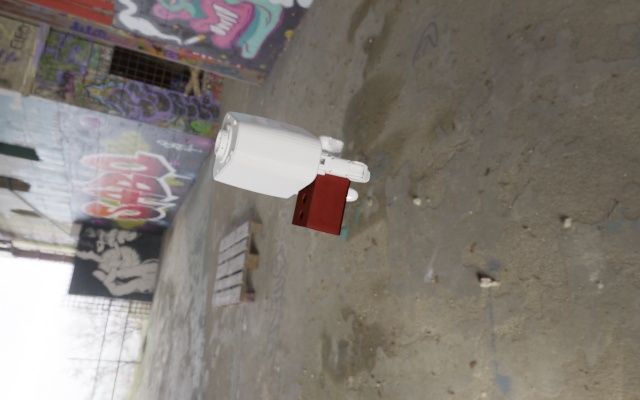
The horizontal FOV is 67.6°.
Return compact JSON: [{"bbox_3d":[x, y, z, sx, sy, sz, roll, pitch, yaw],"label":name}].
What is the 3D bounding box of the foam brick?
[{"bbox_3d":[0.000,0.002,0.637,0.051,0.078,0.053,12,-3,-26],"label":"foam brick"}]
